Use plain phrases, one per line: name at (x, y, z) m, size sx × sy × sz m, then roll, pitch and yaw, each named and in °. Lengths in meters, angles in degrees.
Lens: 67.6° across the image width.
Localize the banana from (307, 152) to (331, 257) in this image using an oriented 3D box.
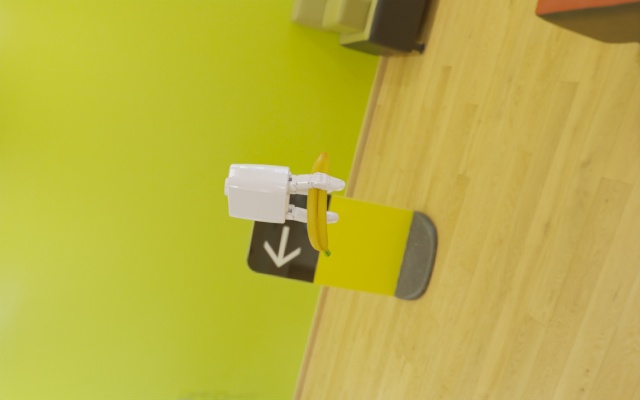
banana at (-0.003, 0.006, 0.873) m, size 0.037 × 0.198 × 0.069 m, roll 0°, pitch -2°, yaw 10°
